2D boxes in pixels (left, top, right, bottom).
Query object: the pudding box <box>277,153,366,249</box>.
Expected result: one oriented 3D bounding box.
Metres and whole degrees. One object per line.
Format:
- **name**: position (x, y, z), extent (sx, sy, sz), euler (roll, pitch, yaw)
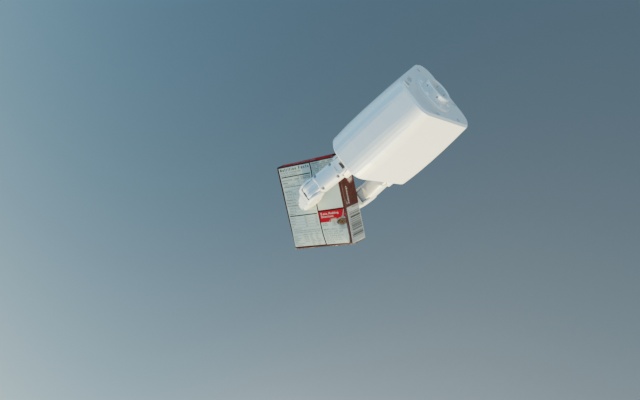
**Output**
- **pudding box**: position (0.000, 0.002, 0.604), extent (0.090, 0.113, 0.039), euler (-8, 6, 34)
